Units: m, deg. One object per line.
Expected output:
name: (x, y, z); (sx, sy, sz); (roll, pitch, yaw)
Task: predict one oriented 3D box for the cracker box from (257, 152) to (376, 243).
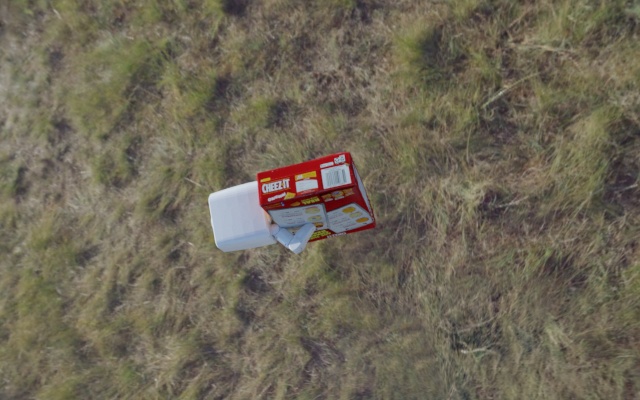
cracker box: (0.000, 0.003, 0.861); (0.164, 0.072, 0.214); (-13, -24, 10)
